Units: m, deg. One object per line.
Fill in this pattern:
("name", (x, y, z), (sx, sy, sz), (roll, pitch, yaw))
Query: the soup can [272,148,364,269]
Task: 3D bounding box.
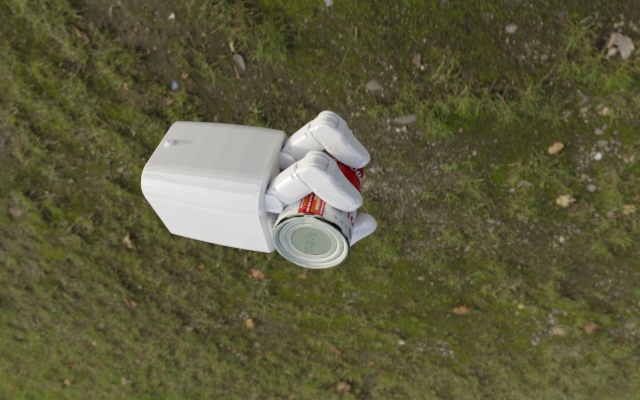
("soup can", (0.000, 0.002, 0.431), (0.068, 0.069, 0.102), (0, 44, 14))
